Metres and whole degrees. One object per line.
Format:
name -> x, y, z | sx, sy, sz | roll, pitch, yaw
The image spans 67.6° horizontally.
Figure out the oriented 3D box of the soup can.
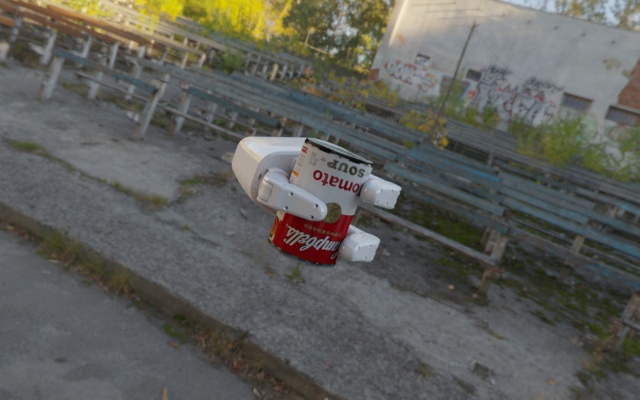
soup can -> 0.000, 0.001, 0.438 | 0.068, 0.102, 0.068 | 20, 10, -4
